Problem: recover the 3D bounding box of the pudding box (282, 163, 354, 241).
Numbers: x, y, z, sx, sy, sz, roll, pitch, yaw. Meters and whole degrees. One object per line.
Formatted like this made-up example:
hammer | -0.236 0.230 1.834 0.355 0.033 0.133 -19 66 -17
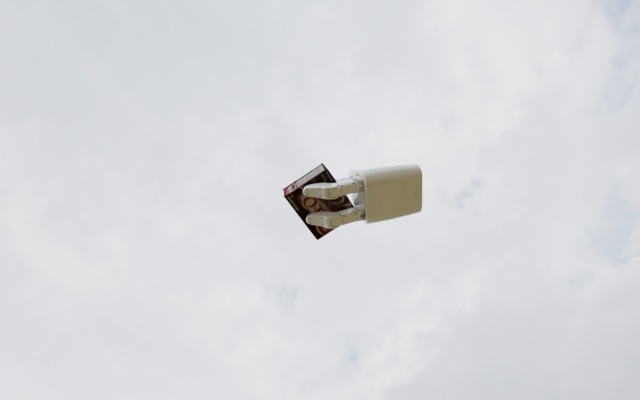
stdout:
pudding box | 0.000 0.003 0.845 0.090 0.113 0.039 -34 26 5
